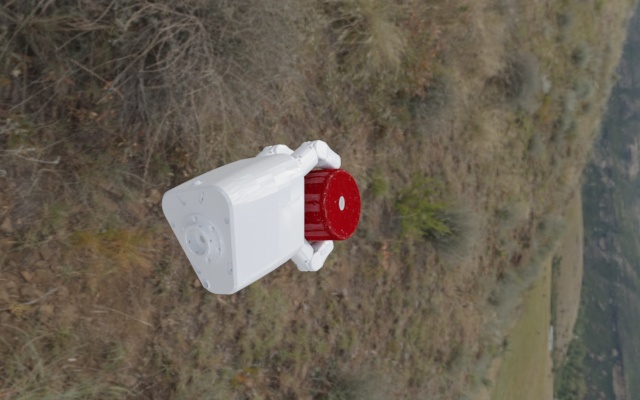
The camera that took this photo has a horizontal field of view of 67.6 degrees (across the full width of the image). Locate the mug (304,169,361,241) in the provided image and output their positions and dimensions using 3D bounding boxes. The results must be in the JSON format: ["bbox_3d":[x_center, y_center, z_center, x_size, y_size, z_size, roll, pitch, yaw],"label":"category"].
[{"bbox_3d":[0.001,0.001,0.565,0.081,0.093,0.117,-3,18,35],"label":"mug"}]
